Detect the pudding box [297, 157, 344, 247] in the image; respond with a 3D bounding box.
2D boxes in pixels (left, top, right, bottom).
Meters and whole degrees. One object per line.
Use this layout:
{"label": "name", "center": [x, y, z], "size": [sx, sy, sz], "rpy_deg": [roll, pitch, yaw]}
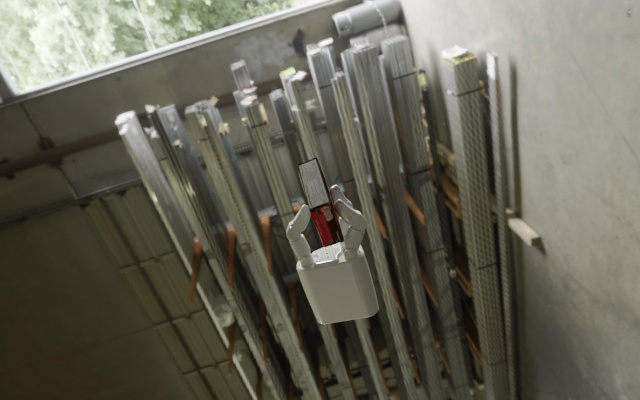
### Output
{"label": "pudding box", "center": [0.000, 0.003, 0.746], "size": [0.039, 0.090, 0.113], "rpy_deg": [-19, 44, 0]}
